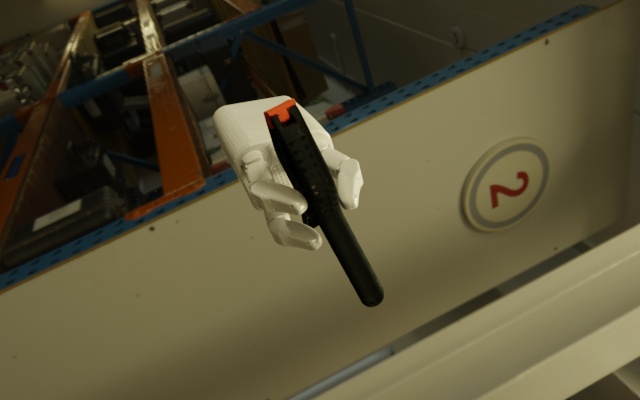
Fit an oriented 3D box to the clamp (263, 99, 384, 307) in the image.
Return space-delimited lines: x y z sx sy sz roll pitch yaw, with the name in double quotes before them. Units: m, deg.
"clamp" 0.001 0.001 0.468 0.036 0.210 0.164 -30 44 -11
